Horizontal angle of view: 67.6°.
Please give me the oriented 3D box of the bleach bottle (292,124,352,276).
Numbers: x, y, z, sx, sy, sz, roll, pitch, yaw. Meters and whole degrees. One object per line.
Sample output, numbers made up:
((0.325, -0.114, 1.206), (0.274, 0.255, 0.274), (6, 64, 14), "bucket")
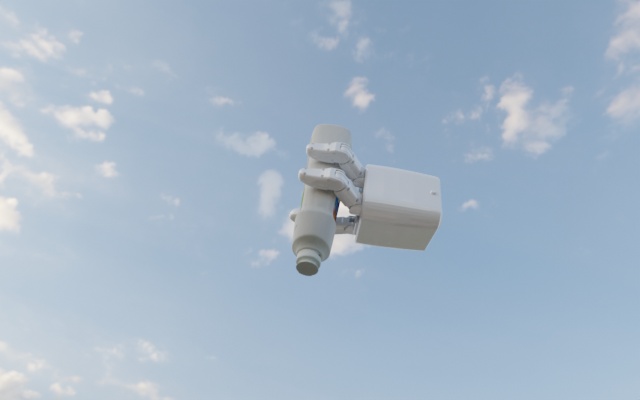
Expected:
((0.000, 0.002, 0.673), (0.068, 0.103, 0.250), (8, 45, 3), "bleach bottle")
